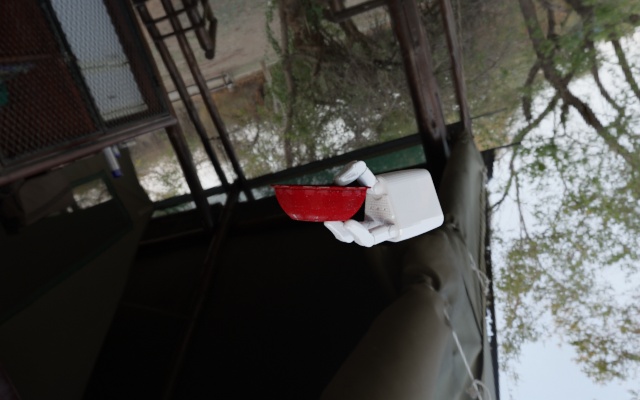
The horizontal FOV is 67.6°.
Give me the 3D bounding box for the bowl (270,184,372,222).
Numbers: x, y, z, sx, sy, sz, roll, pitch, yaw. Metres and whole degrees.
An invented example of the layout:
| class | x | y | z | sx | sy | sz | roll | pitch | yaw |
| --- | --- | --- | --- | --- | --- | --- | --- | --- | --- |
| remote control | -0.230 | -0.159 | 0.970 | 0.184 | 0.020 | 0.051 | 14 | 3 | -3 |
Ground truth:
| class | x | y | z | sx | sy | sz | roll | pitch | yaw |
| --- | --- | --- | --- | --- | --- | --- | --- | --- | --- |
| bowl | -0.001 | 0.003 | 0.760 | 0.162 | 0.055 | 0.162 | 2 | 2 | 0 |
